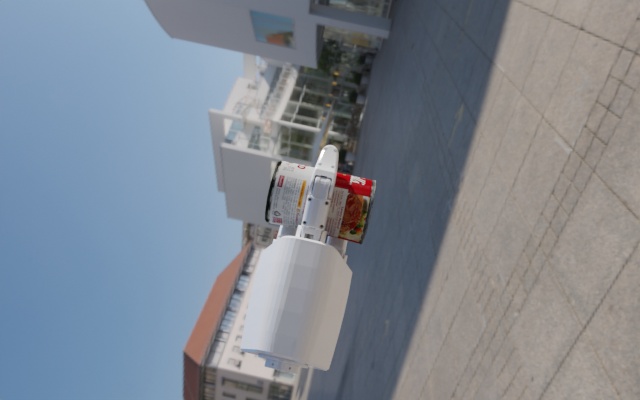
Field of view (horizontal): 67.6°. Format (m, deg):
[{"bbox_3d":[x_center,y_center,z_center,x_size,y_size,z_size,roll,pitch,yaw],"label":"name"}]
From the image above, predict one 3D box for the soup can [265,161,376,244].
[{"bbox_3d":[0.000,0.001,0.493,0.102,0.068,0.068,12,0,2],"label":"soup can"}]
